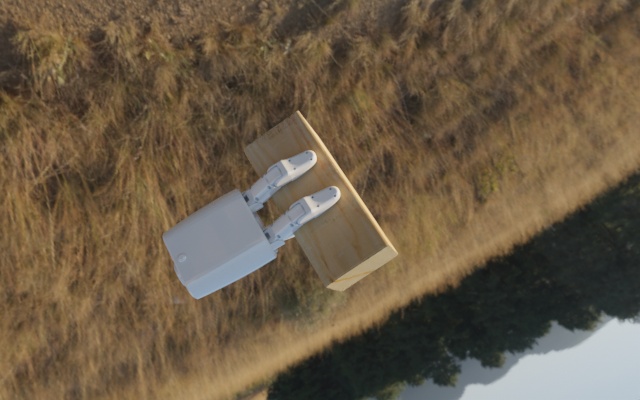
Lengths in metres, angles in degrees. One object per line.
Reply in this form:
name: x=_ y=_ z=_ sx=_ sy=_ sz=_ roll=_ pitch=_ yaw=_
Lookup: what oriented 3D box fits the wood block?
wood block: x=0.000 y=0.002 z=0.607 sx=0.090 sy=0.206 sz=0.091 roll=-34 pitch=-20 yaw=5
